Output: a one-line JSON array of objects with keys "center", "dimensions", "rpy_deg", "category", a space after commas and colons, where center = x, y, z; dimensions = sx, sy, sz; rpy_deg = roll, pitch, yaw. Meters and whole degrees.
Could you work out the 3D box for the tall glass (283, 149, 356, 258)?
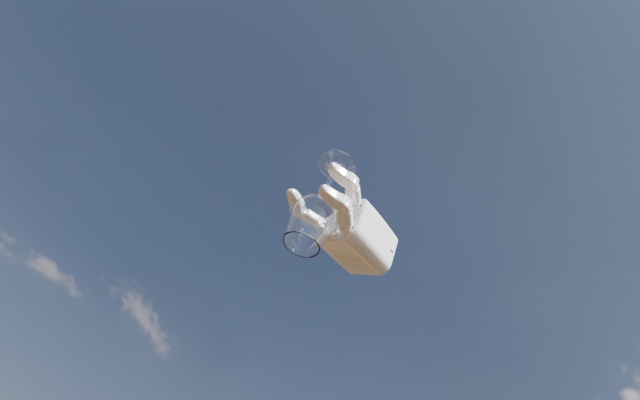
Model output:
[{"center": [0.000, 0.002, 0.812], "dimensions": [0.079, 0.079, 0.201], "rpy_deg": [0, 42, 25], "category": "tall glass"}]
